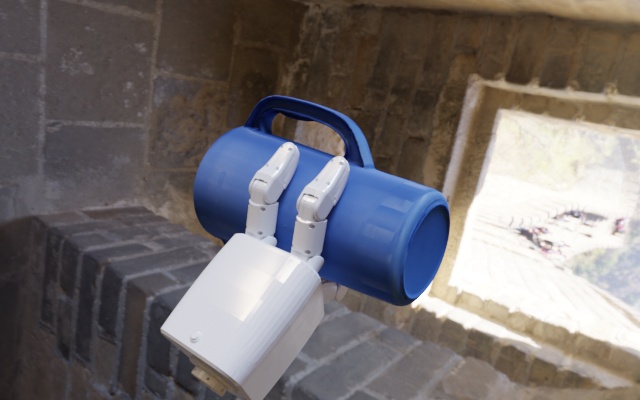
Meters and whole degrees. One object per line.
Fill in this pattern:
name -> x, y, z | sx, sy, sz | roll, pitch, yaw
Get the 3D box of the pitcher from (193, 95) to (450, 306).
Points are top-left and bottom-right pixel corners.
pitcher -> 0.000, 0.002, 0.478 | 0.243, 0.145, 0.149 | 19, -34, 34
